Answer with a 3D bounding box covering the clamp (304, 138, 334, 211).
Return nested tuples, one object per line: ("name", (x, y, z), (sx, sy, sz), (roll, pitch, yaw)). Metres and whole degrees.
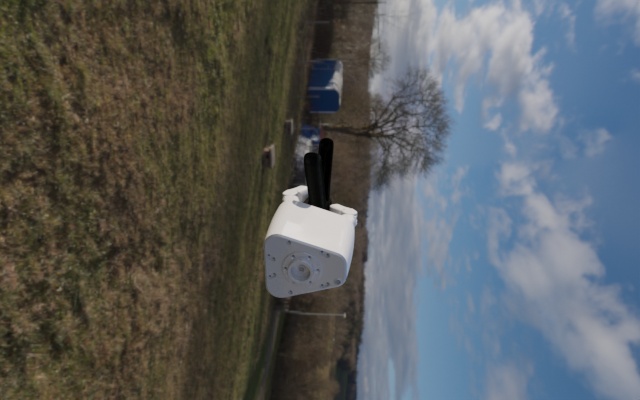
("clamp", (0.001, 0.003, 0.774), (0.036, 0.210, 0.164), (3, 22, 9))
